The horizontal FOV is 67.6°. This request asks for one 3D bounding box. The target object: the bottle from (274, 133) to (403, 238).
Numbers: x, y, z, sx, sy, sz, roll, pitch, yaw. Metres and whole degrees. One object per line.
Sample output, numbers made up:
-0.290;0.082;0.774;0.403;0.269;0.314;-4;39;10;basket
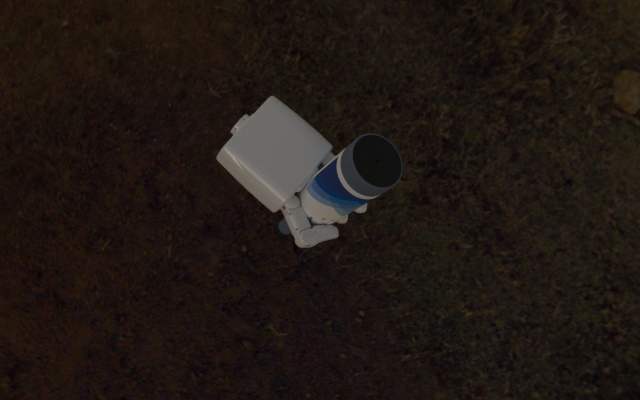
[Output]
0.000;0.002;0.645;0.069;0.069;0.296;0;-18;-26;bottle
